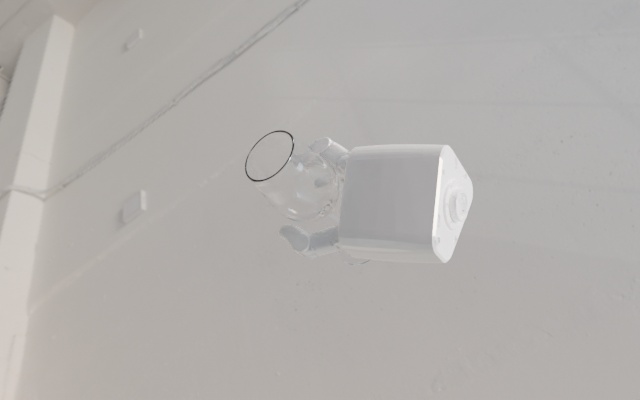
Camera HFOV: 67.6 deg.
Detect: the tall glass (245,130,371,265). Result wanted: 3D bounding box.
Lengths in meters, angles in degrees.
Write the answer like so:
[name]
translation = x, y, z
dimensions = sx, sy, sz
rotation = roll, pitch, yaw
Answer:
[tall glass]
translation = 0.000, 0.002, 0.550
dimensions = 0.079, 0.079, 0.201
rotation = 0, -28, 37
